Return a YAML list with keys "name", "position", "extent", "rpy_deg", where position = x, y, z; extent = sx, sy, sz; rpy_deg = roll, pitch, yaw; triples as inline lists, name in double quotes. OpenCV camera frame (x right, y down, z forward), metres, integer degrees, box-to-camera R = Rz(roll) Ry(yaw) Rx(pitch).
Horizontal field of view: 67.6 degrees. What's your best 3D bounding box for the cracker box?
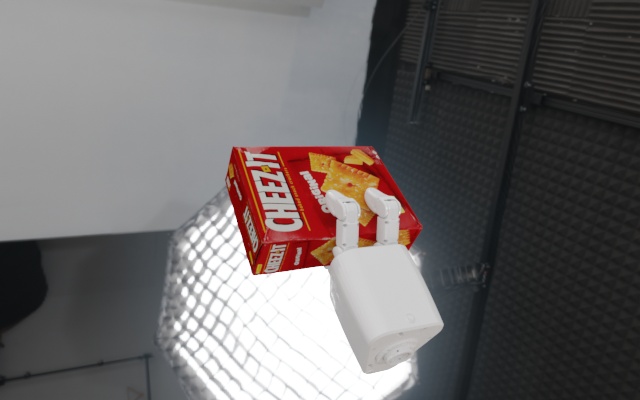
- name: "cracker box"
  position: [0.000, 0.002, 0.623]
  extent: [0.214, 0.164, 0.072]
  rpy_deg: [-3, -43, -25]
